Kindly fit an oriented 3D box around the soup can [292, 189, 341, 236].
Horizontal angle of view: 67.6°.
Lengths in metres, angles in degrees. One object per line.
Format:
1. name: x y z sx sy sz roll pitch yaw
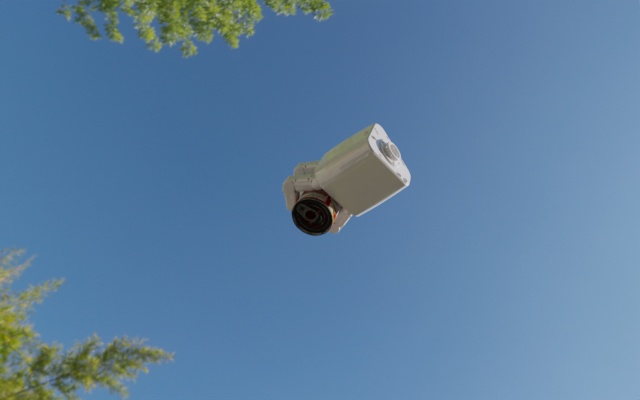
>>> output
1. soup can: 0.000 0.003 0.789 0.068 0.068 0.102 0 29 18
